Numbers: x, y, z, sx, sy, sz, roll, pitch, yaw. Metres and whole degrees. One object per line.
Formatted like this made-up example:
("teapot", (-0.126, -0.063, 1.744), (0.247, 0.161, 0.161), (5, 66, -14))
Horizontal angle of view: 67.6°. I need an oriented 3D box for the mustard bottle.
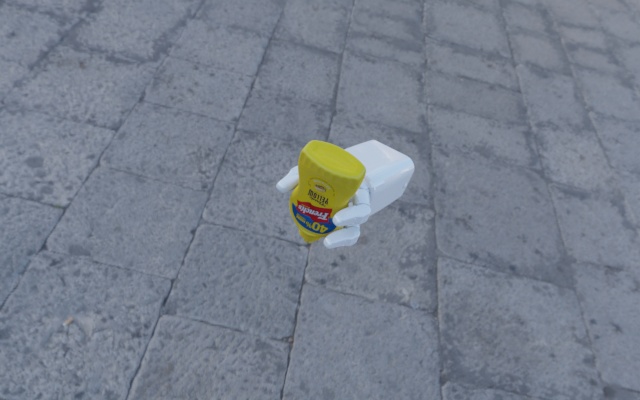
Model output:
("mustard bottle", (0.000, 0.002, 0.739), (0.096, 0.192, 0.058), (27, 47, 9))
